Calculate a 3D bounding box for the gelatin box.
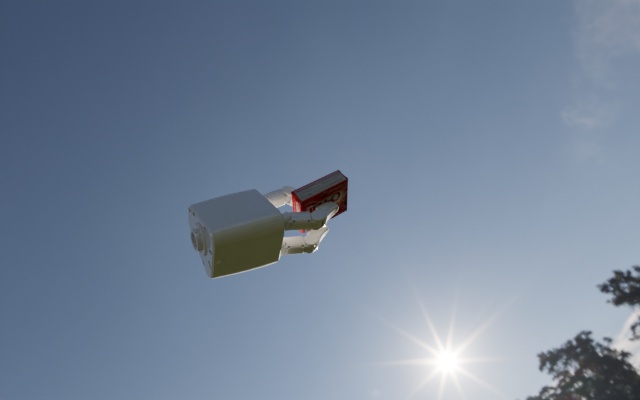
[{"bbox_3d":[0.000,0.002,0.741,0.089,0.073,0.030,-27,52,-21],"label":"gelatin box"}]
